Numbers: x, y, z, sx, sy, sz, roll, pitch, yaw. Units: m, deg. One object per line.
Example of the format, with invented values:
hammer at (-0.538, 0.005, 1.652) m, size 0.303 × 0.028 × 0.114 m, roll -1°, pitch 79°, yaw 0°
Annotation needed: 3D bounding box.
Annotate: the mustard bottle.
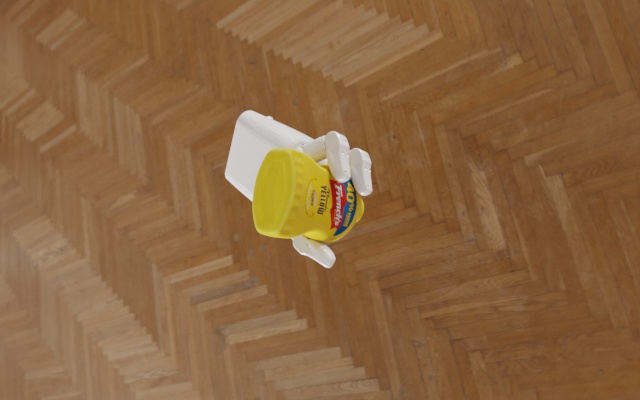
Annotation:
mustard bottle at (0.000, 0.002, 0.582) m, size 0.058 × 0.096 × 0.191 m, roll 5°, pitch -5°, yaw 33°
